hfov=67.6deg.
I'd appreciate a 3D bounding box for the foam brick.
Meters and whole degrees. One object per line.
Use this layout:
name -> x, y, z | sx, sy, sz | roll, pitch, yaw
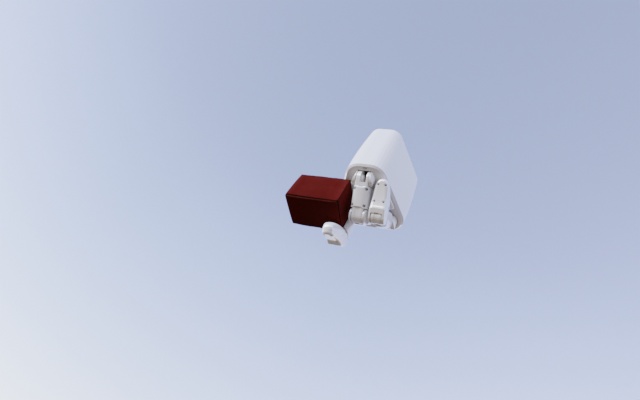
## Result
foam brick -> 0.000, 0.002, 0.663 | 0.078, 0.053, 0.051 | 8, 41, 22
